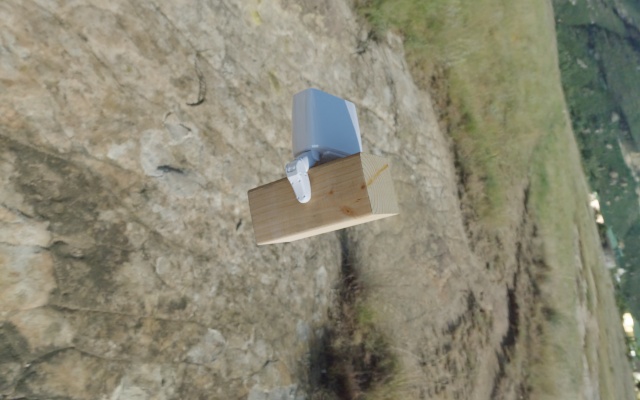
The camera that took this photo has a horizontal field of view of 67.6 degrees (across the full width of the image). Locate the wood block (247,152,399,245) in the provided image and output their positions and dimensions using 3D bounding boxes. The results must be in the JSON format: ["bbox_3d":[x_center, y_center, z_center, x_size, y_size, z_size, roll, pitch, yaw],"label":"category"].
[{"bbox_3d":[0.000,0.002,0.726,0.206,0.090,0.091,-17,-10,31],"label":"wood block"}]
